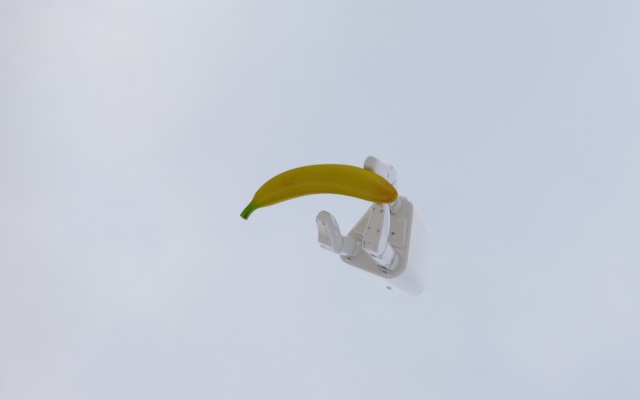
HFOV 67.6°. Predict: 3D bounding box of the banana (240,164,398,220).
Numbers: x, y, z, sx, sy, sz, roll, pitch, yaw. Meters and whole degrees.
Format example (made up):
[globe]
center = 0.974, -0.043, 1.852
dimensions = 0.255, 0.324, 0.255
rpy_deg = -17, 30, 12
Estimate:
[banana]
center = -0.002, -0.014, 0.573
dimensions = 0.198, 0.069, 0.037
rpy_deg = -9, -31, 24
